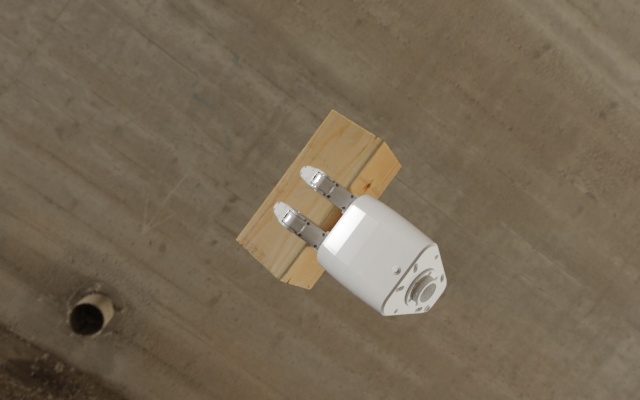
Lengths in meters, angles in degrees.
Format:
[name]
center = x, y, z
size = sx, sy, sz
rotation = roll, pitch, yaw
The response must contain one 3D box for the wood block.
[wood block]
center = 0.001, 0.002, 0.619
size = 0.090, 0.206, 0.091
rotation = 37, 0, 29
